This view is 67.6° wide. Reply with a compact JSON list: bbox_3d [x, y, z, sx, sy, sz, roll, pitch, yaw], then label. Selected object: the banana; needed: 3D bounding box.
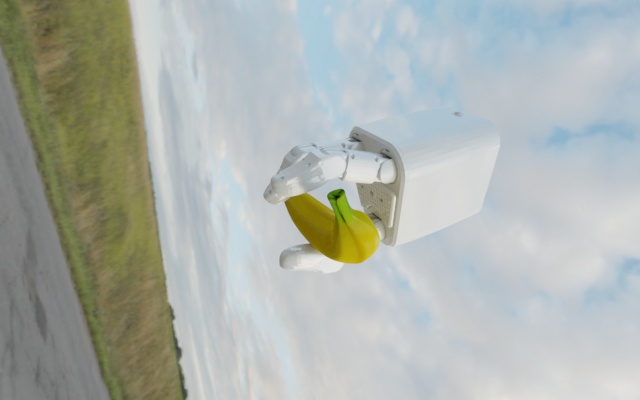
[{"bbox_3d":[0.008,0.018,0.406,0.037,0.069,0.198,-25,7,-14],"label":"banana"}]
